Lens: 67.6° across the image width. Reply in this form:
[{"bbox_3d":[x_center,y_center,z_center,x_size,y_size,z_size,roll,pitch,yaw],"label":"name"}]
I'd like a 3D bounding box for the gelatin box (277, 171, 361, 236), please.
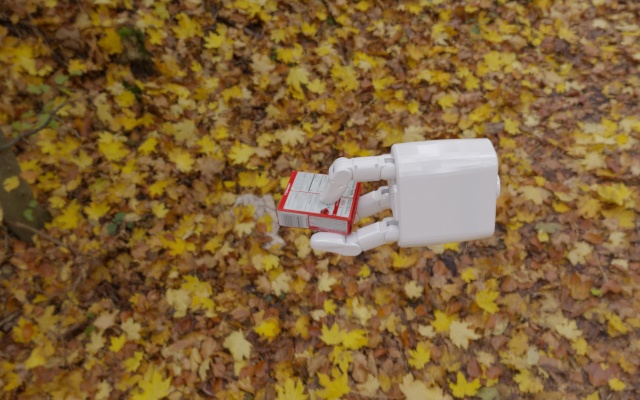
[{"bbox_3d":[0.000,0.001,0.572,0.089,0.030,0.073,7,44,10],"label":"gelatin box"}]
